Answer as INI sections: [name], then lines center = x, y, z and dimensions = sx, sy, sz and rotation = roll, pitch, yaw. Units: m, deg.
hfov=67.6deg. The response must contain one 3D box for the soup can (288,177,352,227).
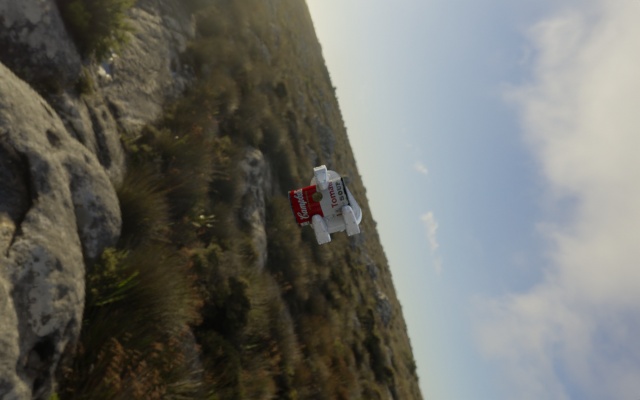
[soup can]
center = 0.000, 0.003, 0.861
dimensions = 0.102, 0.068, 0.068
rotation = -16, -1, 5
